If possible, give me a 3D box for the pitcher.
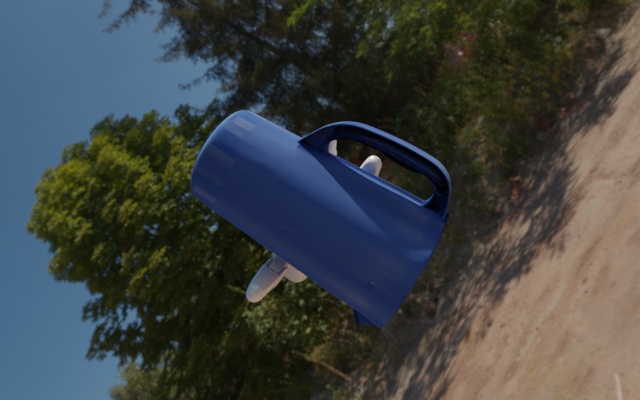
[{"bbox_3d":[0.000,0.002,0.484,0.243,0.149,0.145,31,-22,7],"label":"pitcher"}]
